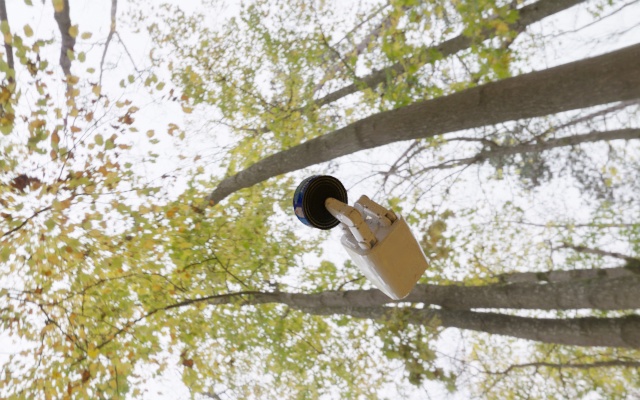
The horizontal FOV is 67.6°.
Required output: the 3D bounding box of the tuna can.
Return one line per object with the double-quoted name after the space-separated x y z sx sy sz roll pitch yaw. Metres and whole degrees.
0.000 0.002 0.745 0.086 0.086 0.034 0 3 -34 "tuna can"
